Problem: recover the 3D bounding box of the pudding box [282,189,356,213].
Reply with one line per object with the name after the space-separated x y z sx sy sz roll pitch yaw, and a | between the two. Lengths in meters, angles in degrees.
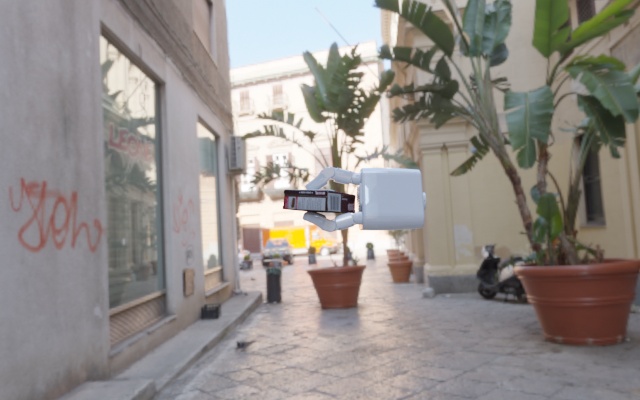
0.000 0.003 0.845 0.090 0.039 0.113 1 -4 28 | pudding box
